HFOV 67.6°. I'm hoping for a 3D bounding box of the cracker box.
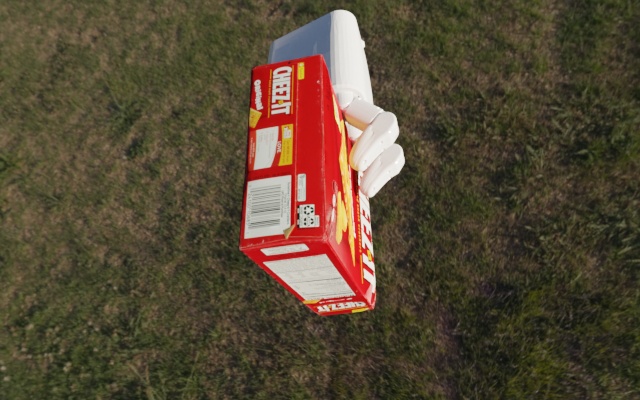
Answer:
[{"bbox_3d":[0.000,0.001,0.446,0.072,0.164,0.214,-7,-27,13],"label":"cracker box"}]
